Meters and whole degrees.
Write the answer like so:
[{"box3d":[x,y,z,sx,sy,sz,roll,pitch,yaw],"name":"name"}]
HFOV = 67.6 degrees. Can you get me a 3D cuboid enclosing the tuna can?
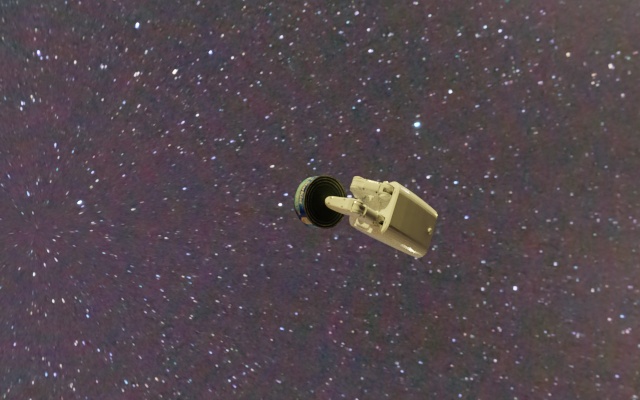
[{"box3d":[0.000,0.003,0.773,0.086,0.086,0.034,0,-1,-36],"name":"tuna can"}]
